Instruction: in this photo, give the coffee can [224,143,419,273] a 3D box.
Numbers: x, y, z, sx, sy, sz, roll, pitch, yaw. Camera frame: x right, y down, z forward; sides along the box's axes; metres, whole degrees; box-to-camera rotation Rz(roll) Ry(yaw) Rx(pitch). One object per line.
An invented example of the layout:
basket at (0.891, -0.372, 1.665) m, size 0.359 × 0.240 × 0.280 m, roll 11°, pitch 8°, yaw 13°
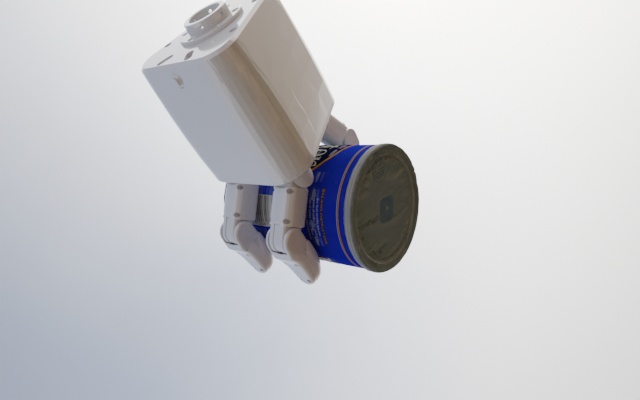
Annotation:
coffee can at (0.000, 0.001, 0.420) m, size 0.140 × 0.103 × 0.103 m, roll 5°, pitch 3°, yaw 39°
